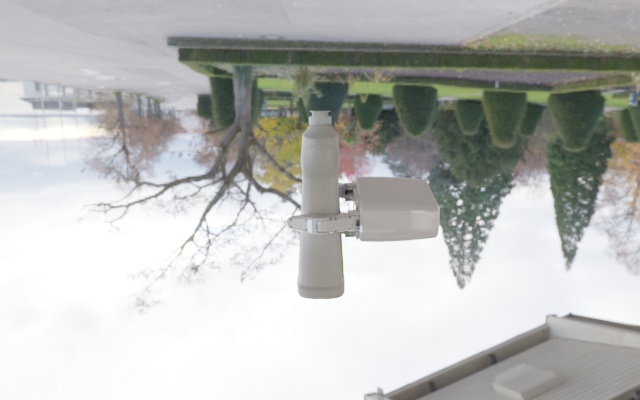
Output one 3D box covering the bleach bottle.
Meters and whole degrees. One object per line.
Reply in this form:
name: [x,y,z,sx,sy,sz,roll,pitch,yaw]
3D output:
bleach bottle: [0.000,0.002,0.667,0.068,0.251,0.102,0,10,0]
